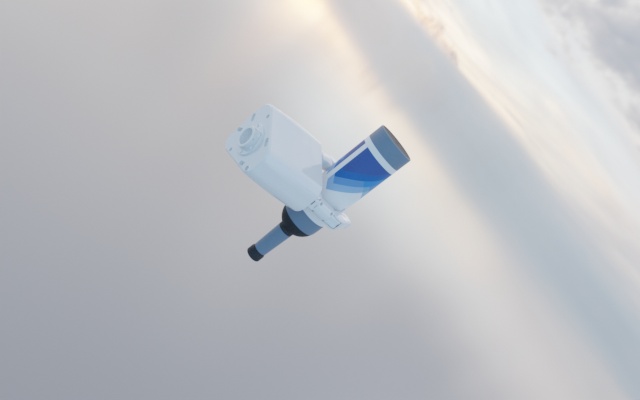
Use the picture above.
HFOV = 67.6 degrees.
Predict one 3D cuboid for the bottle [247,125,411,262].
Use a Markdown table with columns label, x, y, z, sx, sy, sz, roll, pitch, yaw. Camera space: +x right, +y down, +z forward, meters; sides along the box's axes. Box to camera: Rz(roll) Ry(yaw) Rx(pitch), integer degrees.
| label | x | y | z | sx | sy | sz | roll | pitch | yaw |
| --- | --- | --- | --- | --- | --- | --- | --- | --- | --- |
| bottle | 0.000 | 0.002 | 0.736 | 0.296 | 0.069 | 0.069 | -38 | -13 | 18 |
